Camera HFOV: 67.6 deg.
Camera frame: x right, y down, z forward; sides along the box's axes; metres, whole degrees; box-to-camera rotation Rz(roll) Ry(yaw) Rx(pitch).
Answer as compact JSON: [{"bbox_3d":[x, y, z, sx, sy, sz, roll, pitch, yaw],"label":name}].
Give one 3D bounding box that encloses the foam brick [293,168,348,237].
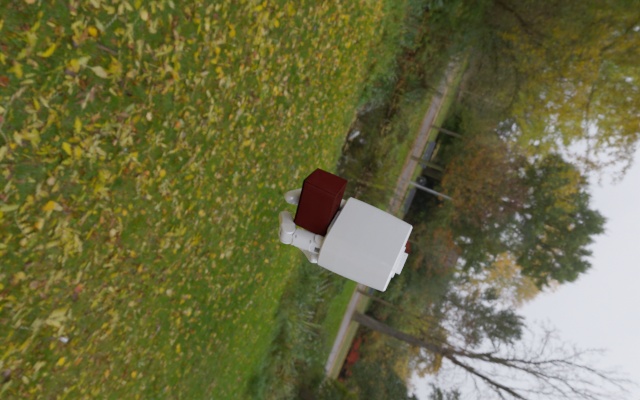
[{"bbox_3d":[0.000,0.002,0.697,0.051,0.078,0.053,24,34,13],"label":"foam brick"}]
